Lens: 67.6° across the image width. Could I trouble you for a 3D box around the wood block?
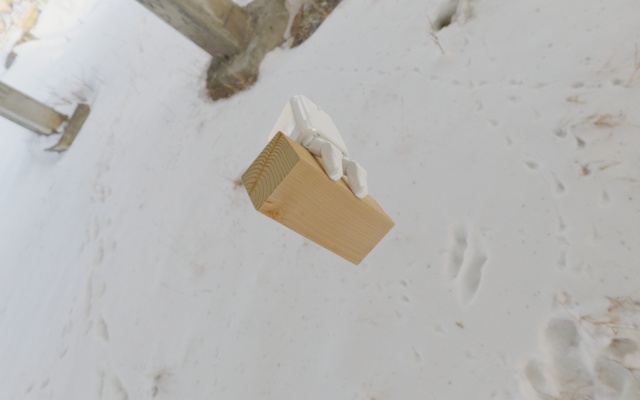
[{"bbox_3d":[0.000,0.002,0.691,0.206,0.091,0.090,32,15,-38],"label":"wood block"}]
